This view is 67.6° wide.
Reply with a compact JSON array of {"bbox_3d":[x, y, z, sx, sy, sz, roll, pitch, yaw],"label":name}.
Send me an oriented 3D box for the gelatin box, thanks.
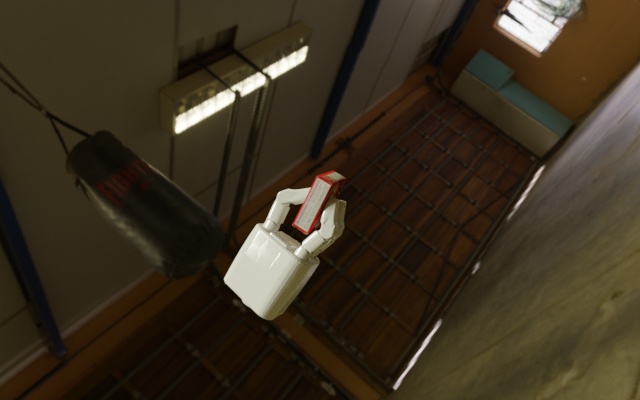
[{"bbox_3d":[0.000,0.002,0.724,0.030,0.089,0.073,30,18,13],"label":"gelatin box"}]
